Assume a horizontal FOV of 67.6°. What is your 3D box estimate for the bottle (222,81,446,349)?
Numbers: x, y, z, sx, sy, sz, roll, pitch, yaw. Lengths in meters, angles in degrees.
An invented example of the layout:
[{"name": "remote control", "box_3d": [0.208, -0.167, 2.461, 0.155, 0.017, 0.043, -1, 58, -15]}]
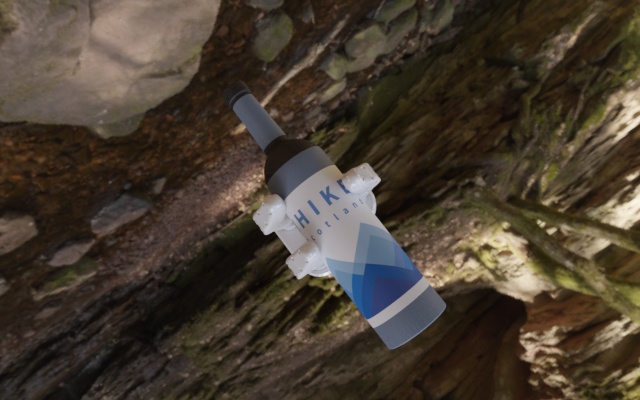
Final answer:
[{"name": "bottle", "box_3d": [0.000, 0.002, 0.462, 0.069, 0.295, 0.069, -37, -10, -7]}]
